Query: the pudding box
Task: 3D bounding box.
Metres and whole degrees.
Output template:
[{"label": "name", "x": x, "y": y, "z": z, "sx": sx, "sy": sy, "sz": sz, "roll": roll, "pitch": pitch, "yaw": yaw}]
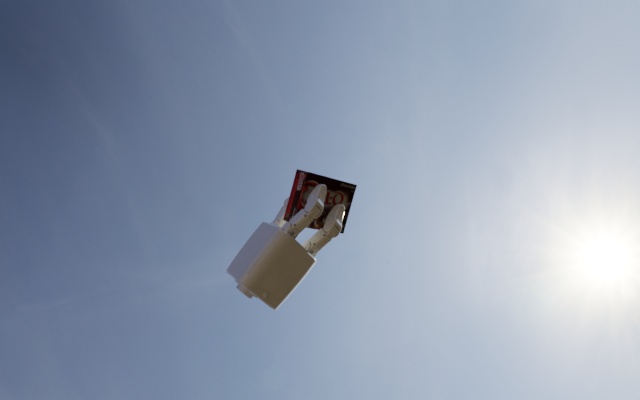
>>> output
[{"label": "pudding box", "x": 0.000, "y": 0.003, "z": 0.810, "sx": 0.113, "sy": 0.090, "sz": 0.039, "roll": 12, "pitch": 6, "yaw": -40}]
